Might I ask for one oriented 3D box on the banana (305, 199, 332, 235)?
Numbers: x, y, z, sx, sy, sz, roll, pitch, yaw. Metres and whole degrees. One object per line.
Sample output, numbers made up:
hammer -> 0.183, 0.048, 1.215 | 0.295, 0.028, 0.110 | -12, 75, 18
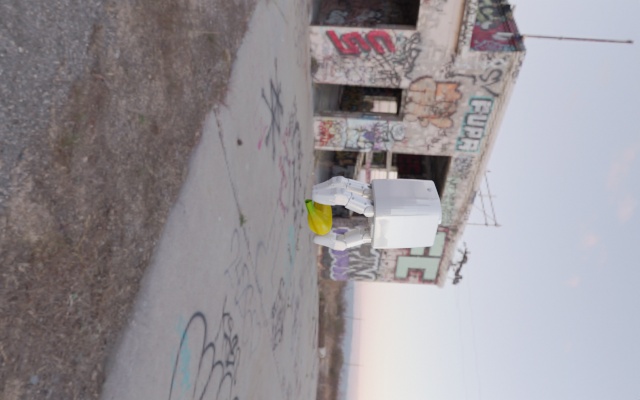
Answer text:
banana -> 0.001, 0.022, 0.840 | 0.037, 0.069, 0.198 | -4, 5, 4
